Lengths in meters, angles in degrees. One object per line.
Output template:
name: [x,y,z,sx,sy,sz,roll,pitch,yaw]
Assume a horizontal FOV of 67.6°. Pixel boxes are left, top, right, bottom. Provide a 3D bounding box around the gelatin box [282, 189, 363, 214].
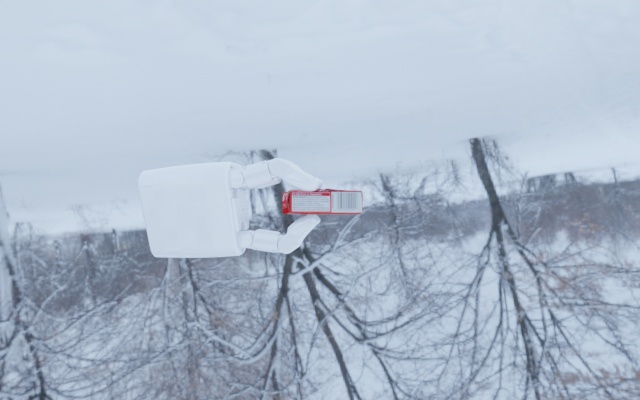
gelatin box: [0.000,0.002,0.582,0.089,0.030,0.073,1,-1,-9]
